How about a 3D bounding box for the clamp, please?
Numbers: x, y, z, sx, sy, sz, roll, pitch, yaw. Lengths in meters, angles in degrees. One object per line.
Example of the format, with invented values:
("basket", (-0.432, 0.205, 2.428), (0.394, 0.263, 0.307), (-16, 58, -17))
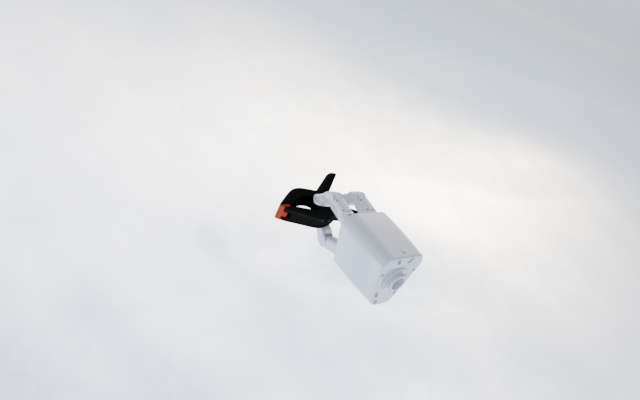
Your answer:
("clamp", (0.000, 0.004, 0.866), (0.210, 0.036, 0.164), (-2, 39, -39))
